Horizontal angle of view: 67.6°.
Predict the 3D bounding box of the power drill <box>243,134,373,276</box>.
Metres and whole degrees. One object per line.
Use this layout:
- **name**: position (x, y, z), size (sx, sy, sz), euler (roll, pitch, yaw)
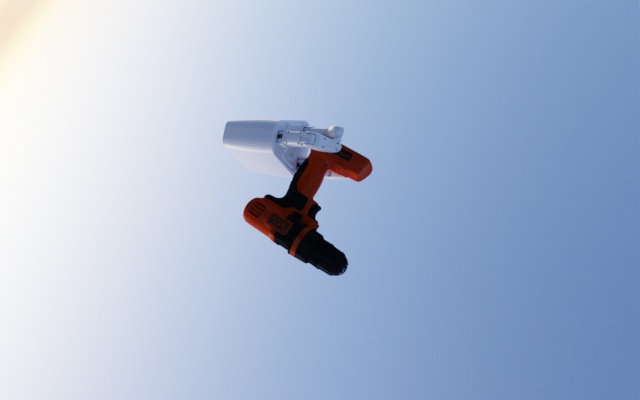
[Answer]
- **power drill**: position (0.000, 0.002, 0.735), size (0.184, 0.187, 0.057), euler (32, -17, 16)
